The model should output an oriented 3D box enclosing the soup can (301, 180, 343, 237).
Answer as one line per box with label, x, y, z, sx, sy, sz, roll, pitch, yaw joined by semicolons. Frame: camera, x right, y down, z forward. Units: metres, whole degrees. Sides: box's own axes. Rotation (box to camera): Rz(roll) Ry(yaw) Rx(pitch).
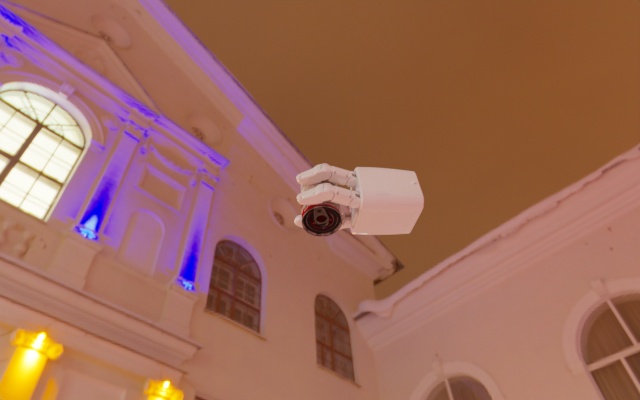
soup can;0.000;0.003;0.824;0.068;0.069;0.102;0;41;-4
